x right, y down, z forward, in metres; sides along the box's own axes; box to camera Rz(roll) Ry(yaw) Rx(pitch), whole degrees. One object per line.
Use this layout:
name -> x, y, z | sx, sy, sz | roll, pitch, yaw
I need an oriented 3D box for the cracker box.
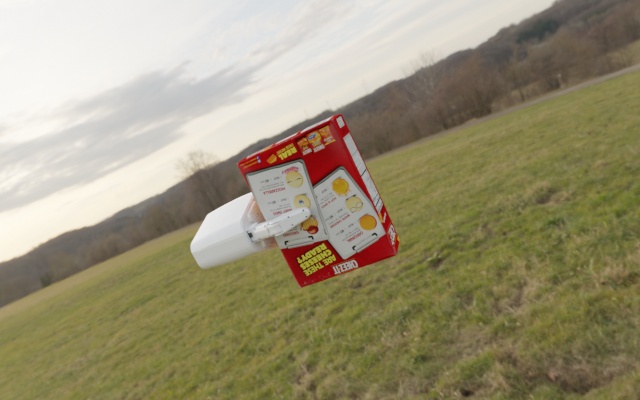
cracker box -> 0.000, 0.002, 0.710 | 0.164, 0.214, 0.072 | -22, 11, 21
